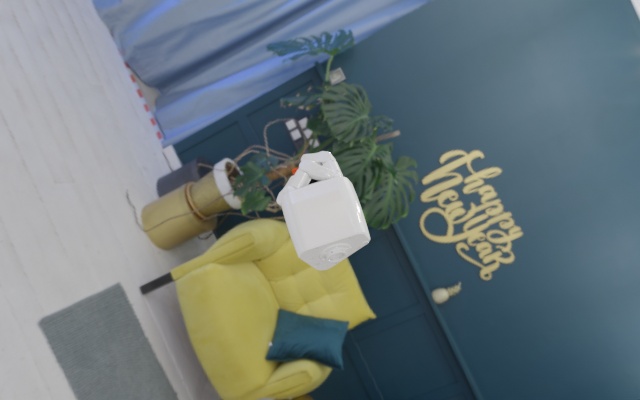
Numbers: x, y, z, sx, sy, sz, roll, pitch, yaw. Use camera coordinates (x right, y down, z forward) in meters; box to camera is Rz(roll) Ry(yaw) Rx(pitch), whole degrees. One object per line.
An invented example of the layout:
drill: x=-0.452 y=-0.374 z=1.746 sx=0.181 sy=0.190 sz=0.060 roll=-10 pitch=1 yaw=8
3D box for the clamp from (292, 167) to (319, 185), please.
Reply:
clamp: x=0.001 y=0.002 z=0.855 sx=0.039 sy=0.120 sz=0.171 roll=-27 pitch=-33 yaw=12
